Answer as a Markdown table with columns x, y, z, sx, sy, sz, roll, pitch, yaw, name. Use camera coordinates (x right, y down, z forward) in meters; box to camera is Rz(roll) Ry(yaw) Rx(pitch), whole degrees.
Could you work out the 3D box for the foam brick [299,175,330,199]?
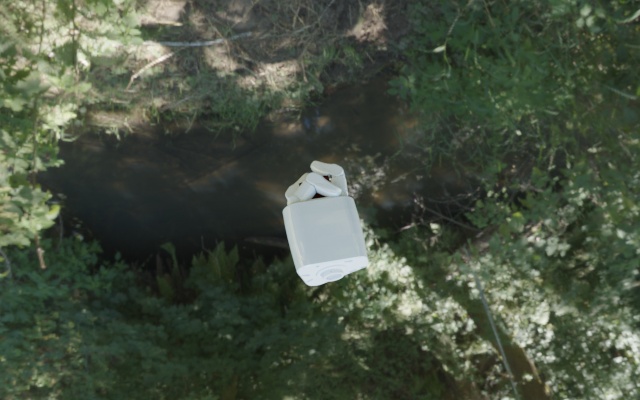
| x | y | z | sx | sy | sz | roll | pitch | yaw | name |
| --- | --- | --- | --- | --- | --- | --- | --- | --- | --- |
| 0.000 | 0.003 | 0.801 | 0.053 | 0.051 | 0.078 | -17 | -29 | 5 | foam brick |
